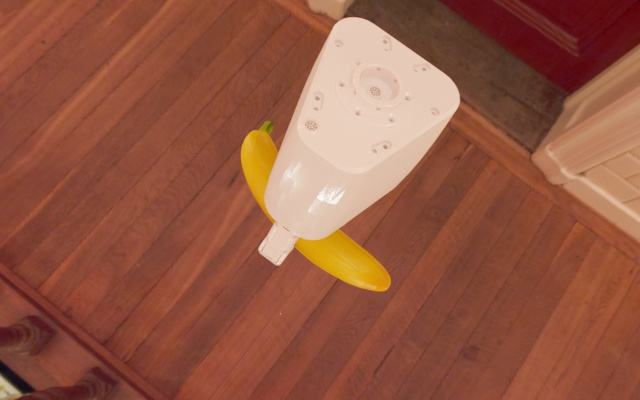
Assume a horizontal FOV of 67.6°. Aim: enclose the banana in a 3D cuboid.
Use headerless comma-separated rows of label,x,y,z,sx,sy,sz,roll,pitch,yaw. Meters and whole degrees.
banana,-0.015,0.005,0.416,0.069,0.197,0.037,-23,-19,-37
